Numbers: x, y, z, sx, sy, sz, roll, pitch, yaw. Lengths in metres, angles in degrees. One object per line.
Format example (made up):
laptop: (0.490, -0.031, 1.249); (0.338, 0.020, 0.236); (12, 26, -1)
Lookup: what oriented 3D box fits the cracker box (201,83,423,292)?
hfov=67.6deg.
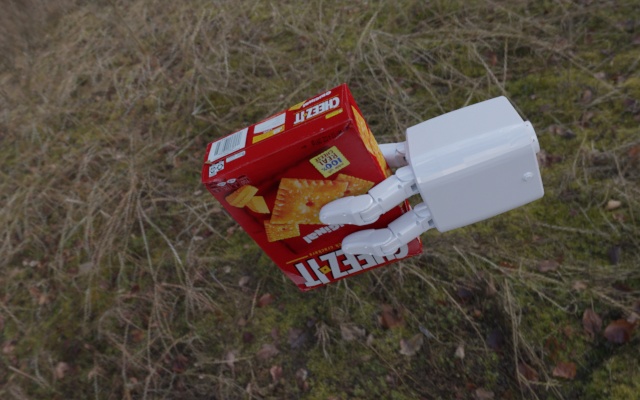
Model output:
cracker box: (0.000, 0.001, 0.523); (0.164, 0.072, 0.214); (-20, -48, 17)
